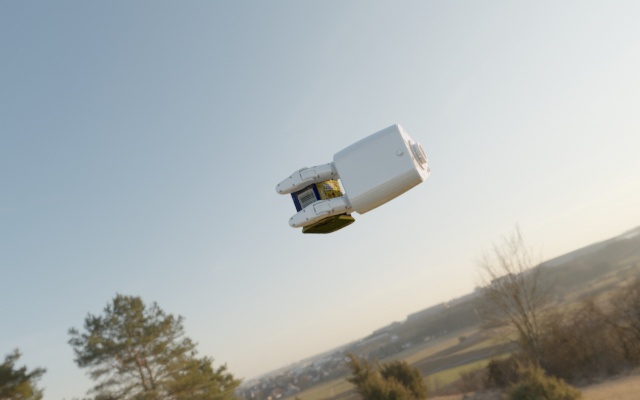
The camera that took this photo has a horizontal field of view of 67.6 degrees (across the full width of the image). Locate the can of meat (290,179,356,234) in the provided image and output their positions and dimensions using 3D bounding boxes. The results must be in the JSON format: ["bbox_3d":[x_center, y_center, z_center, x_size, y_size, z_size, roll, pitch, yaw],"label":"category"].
[{"bbox_3d":[0.000,0.002,0.734,0.057,0.084,0.102,-28,-16,25],"label":"can of meat"}]
